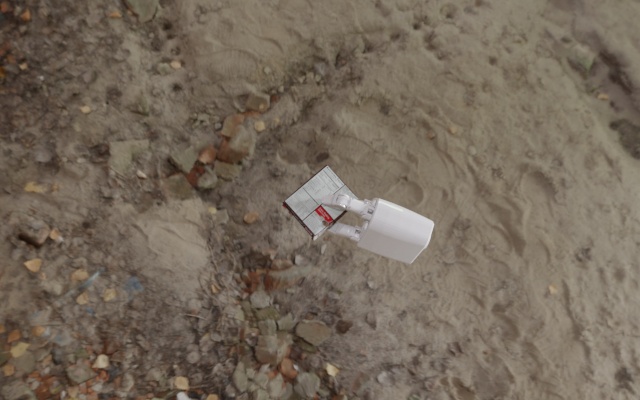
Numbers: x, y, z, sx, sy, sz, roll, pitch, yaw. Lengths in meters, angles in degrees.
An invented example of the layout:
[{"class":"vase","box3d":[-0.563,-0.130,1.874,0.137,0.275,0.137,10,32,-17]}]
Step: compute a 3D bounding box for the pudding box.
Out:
[{"class":"pudding box","box3d":[0.000,0.003,0.875,0.113,0.090,0.039,-40,-8,-14]}]
